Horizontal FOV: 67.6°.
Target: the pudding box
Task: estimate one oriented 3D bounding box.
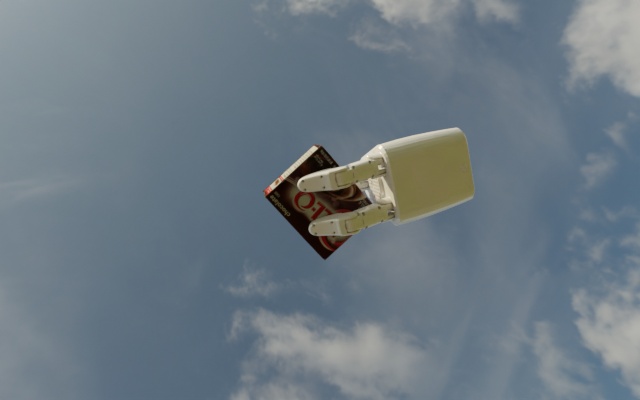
[{"bbox_3d":[0.000,0.002,0.579,0.090,0.113,0.039,-43,16,-2],"label":"pudding box"}]
